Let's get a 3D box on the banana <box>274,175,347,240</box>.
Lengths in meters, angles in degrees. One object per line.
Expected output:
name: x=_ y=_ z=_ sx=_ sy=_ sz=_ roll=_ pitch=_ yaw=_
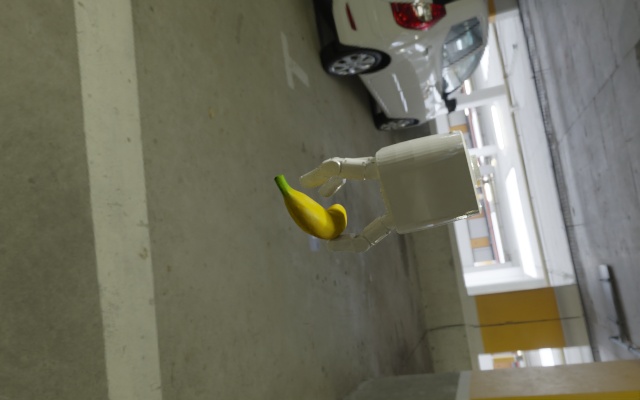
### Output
banana: x=0.002 y=0.019 z=0.624 sx=0.037 sy=0.069 sz=0.198 roll=-17 pitch=-18 yaw=17
